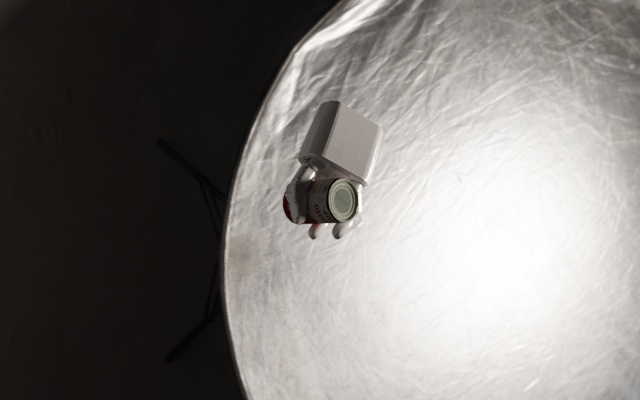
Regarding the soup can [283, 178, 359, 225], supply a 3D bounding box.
[{"bbox_3d":[0.000,0.003,0.727,0.068,0.068,0.102,0,-3,-43],"label":"soup can"}]
